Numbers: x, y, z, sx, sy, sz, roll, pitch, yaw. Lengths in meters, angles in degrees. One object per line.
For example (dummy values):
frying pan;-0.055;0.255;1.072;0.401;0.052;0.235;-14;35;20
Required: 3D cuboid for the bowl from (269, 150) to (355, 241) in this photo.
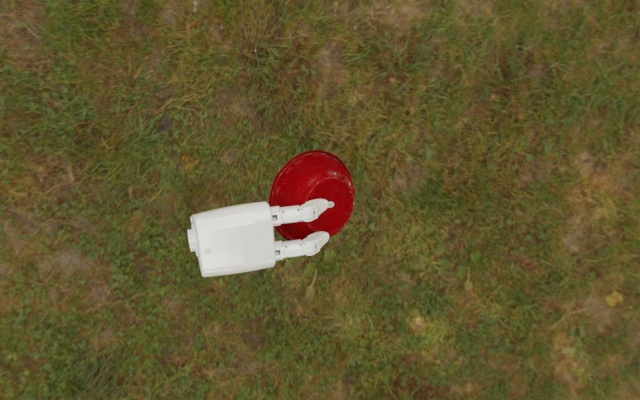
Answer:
bowl;0.001;0.002;0.770;0.162;0.162;0.055;0;14;-33
